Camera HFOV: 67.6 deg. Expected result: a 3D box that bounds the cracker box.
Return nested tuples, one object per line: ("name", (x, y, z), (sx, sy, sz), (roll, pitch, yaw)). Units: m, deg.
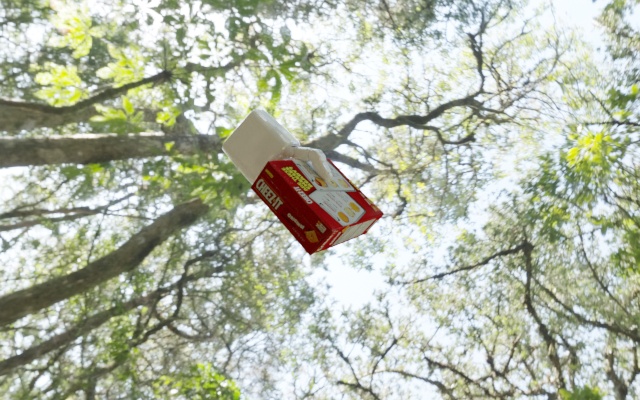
("cracker box", (0.000, 0.003, 0.865), (0.164, 0.072, 0.213), (47, 26, 17))
